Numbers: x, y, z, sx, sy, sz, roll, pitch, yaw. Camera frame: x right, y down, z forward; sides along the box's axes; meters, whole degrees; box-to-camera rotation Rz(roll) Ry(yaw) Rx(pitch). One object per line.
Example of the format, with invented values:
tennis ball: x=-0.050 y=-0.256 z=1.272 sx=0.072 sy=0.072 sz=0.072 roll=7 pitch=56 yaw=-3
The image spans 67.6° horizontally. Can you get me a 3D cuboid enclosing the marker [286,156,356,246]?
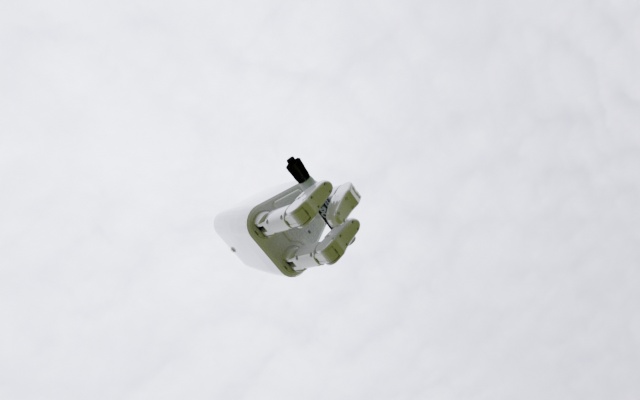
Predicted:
marker: x=0.000 y=0.002 z=0.527 sx=0.020 sy=0.121 sz=0.020 roll=-31 pitch=21 yaw=13
